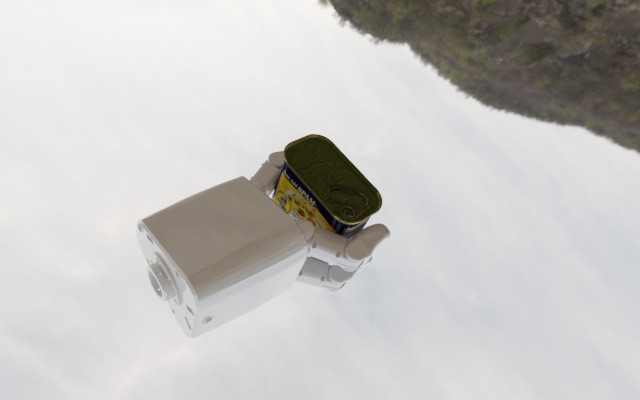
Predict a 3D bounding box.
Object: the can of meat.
[{"bbox_3d":[0.000,0.002,0.466,0.057,0.102,0.084,-29,-22,-34],"label":"can of meat"}]
